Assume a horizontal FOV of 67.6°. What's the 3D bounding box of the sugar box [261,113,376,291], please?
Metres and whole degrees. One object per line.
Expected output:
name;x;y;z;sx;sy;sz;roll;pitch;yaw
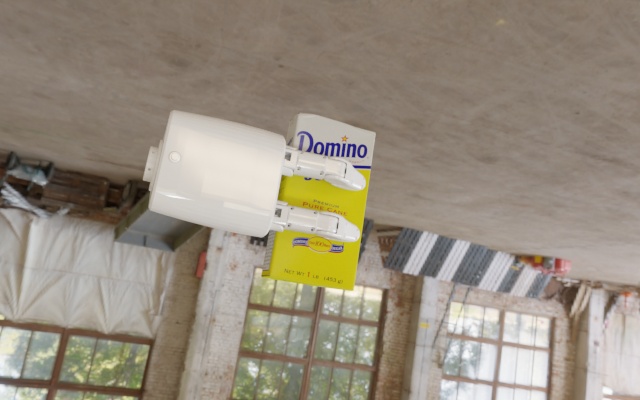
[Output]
sugar box;0.000;0.002;0.508;0.093;0.176;0.048;12;-11;-17
